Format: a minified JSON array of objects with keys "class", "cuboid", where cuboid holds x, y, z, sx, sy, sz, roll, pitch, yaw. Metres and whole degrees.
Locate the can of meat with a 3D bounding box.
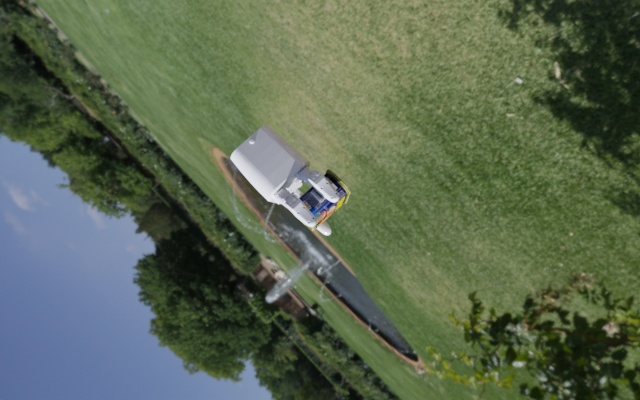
[{"class":"can of meat","cuboid":[0.000,0.003,0.831,0.084,0.057,0.102,-42,-8,-11]}]
